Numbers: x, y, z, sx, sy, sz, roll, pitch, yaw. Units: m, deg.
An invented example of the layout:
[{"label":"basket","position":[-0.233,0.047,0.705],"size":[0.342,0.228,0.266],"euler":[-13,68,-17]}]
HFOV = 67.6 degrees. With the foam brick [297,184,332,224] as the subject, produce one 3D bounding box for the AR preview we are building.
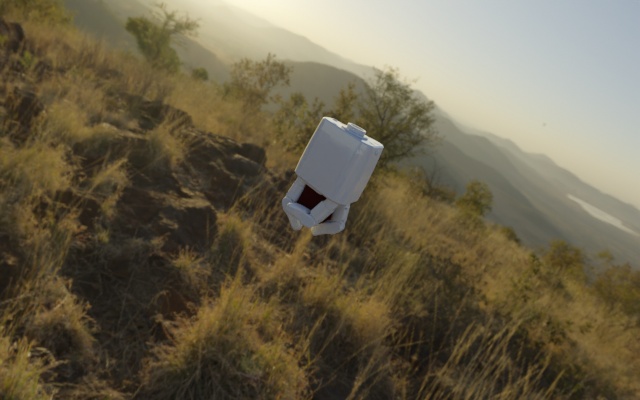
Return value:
[{"label":"foam brick","position":[0.000,0.003,0.829],"size":[0.053,0.051,0.078],"euler":[33,17,15]}]
